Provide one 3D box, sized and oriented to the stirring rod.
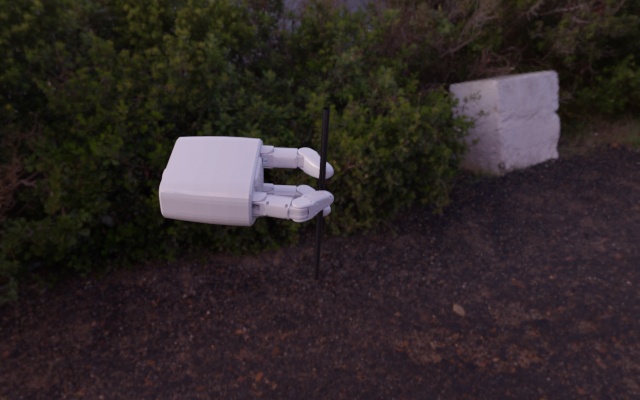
[{"bbox_3d":[0.000,0.002,0.586,0.011,0.240,0.011,3,31,-2],"label":"stirring rod"}]
